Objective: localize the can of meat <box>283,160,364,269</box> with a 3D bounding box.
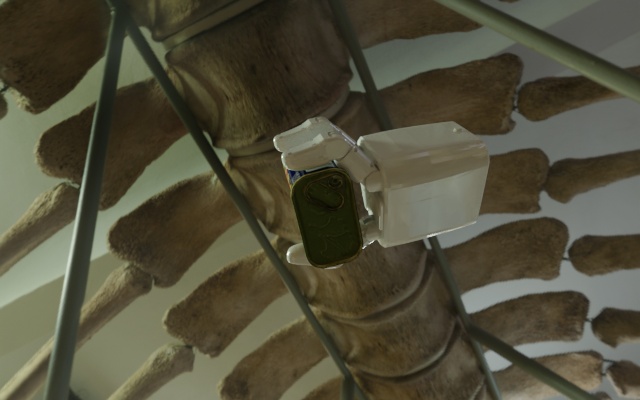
[{"bbox_3d":[0.000,0.002,0.479,0.057,0.102,0.084,-15,28,-4],"label":"can of meat"}]
